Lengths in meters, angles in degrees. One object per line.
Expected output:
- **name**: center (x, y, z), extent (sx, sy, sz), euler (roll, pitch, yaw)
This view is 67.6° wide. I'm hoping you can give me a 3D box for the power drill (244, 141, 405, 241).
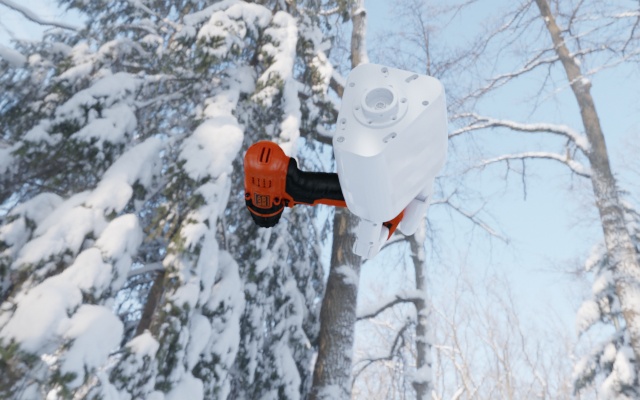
- **power drill**: center (0.001, 0.002, 0.578), extent (0.187, 0.057, 0.184), euler (9, -22, -2)
